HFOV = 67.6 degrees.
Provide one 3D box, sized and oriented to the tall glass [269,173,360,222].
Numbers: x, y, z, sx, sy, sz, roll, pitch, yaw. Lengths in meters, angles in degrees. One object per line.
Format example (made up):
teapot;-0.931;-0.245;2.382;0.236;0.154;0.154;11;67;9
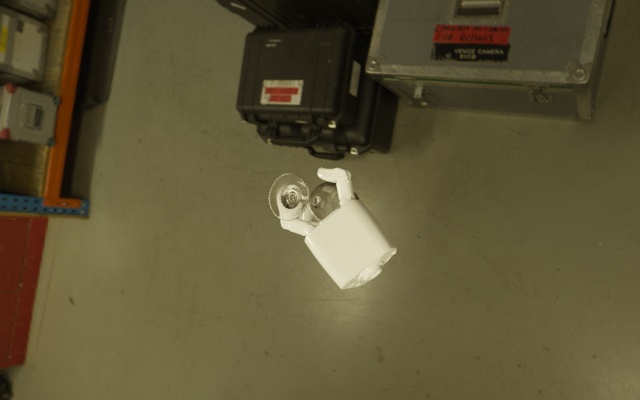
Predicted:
tall glass;0.000;0.002;0.826;0.079;0.079;0.201;0;-4;30
